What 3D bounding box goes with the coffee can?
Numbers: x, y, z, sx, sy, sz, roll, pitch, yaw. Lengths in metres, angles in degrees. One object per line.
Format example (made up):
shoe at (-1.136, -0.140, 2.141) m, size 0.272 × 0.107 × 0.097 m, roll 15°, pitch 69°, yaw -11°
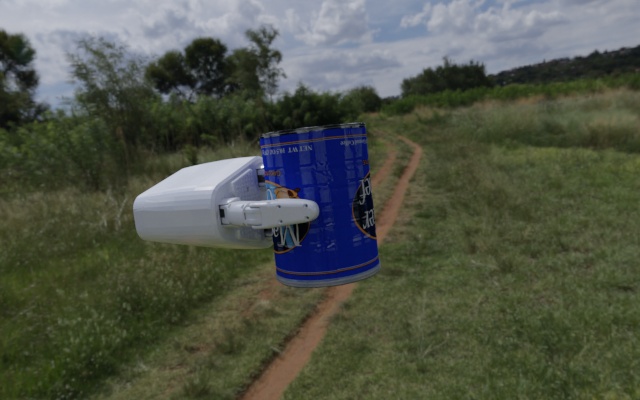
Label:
coffee can at (0.000, 0.002, 0.460) m, size 0.103 × 0.140 × 0.103 m, roll -6°, pitch 6°, yaw 1°
